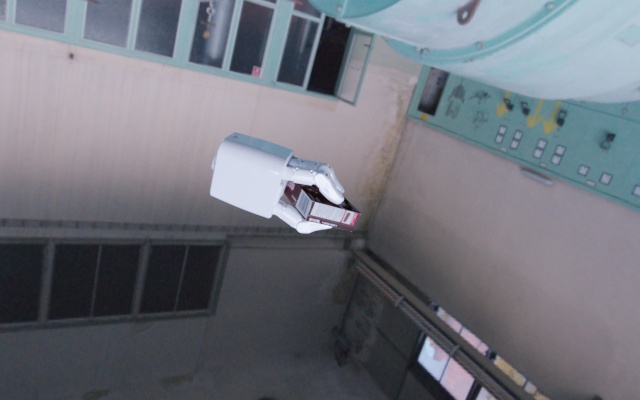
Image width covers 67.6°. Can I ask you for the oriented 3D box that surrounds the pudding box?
[{"bbox_3d":[0.000,0.003,0.775,0.090,0.039,0.113,14,20,-28],"label":"pudding box"}]
